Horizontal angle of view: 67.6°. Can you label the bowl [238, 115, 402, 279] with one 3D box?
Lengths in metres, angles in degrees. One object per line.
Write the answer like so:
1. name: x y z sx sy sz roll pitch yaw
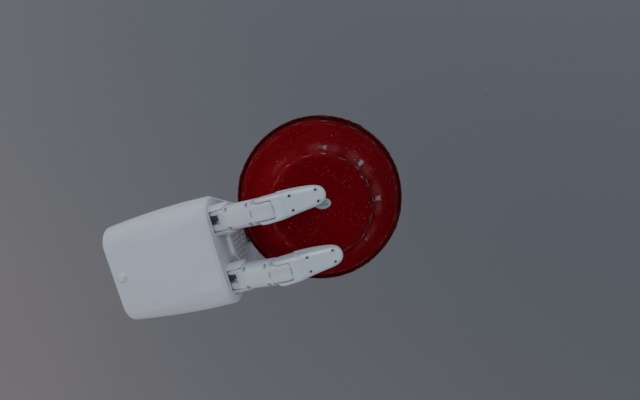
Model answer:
1. bowl: 0.001 0.001 0.443 0.162 0.162 0.055 0 7 -1
